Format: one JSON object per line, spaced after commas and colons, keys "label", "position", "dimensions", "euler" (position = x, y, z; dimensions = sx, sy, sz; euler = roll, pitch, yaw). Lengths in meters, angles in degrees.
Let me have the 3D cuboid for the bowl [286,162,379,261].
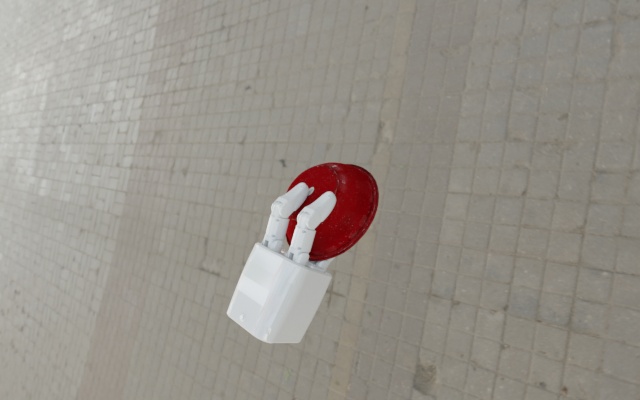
{"label": "bowl", "position": [0.000, 0.001, 0.683], "dimensions": [0.162, 0.162, 0.055], "euler": [0, -30, 39]}
